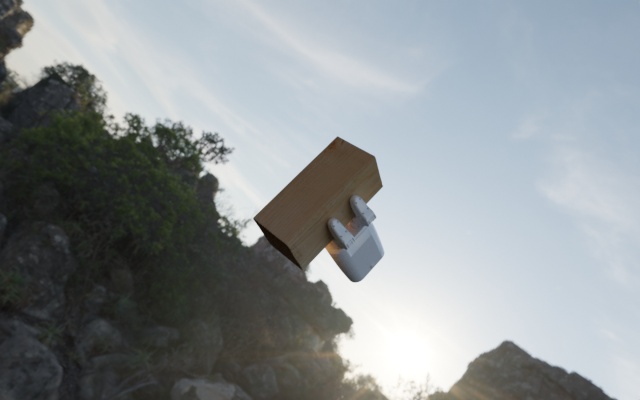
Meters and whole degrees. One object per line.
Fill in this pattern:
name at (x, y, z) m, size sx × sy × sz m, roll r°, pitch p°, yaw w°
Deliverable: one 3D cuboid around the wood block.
wood block at (0.000, 0.003, 0.808) m, size 0.090 × 0.206 × 0.090 m, roll 33°, pitch -20°, yaw 35°
